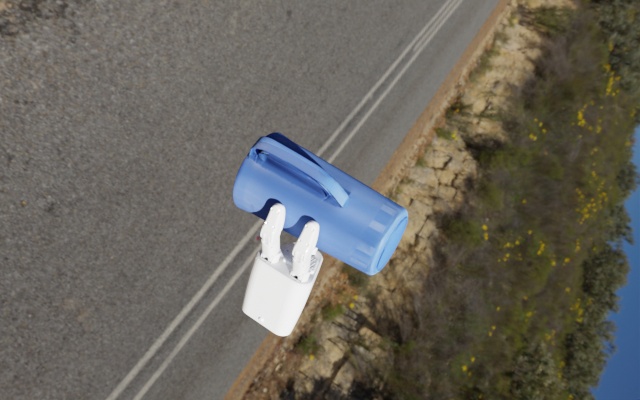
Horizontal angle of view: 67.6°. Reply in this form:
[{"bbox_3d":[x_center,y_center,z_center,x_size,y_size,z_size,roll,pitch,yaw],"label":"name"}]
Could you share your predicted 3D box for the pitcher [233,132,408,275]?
[{"bbox_3d":[0.000,0.002,0.701,0.243,0.145,0.149,29,23,18],"label":"pitcher"}]
